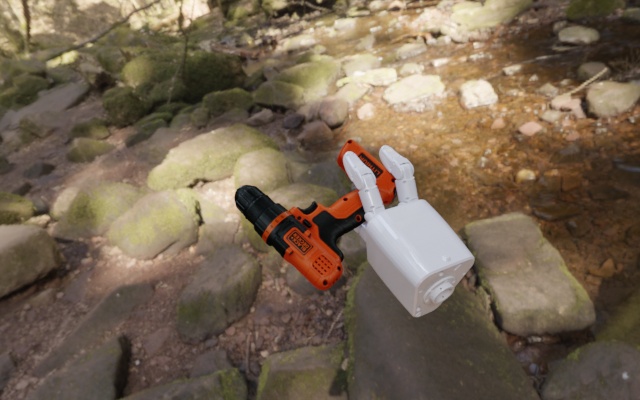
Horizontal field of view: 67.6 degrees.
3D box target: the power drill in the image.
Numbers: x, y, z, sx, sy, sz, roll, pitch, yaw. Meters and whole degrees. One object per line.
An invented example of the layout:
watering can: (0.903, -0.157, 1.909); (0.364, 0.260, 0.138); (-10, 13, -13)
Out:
power drill: (0.001, 0.002, 0.659); (0.187, 0.184, 0.057); (-43, -12, -16)
